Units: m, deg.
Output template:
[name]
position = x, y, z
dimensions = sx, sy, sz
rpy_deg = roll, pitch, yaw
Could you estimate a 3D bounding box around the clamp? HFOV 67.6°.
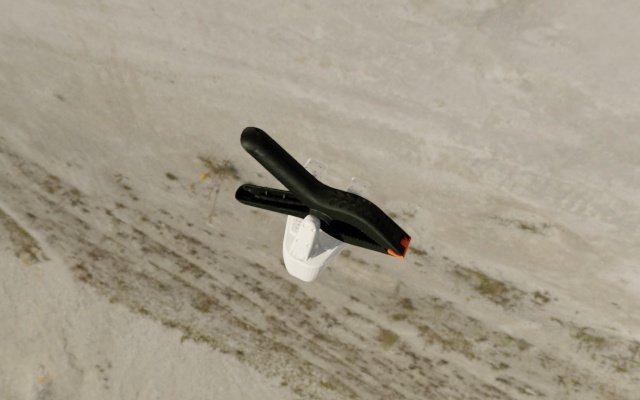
[clamp]
position = 0.000, 0.003, 0.504
dimensions = 0.210, 0.036, 0.165
rpy_deg = 24, -22, 5
